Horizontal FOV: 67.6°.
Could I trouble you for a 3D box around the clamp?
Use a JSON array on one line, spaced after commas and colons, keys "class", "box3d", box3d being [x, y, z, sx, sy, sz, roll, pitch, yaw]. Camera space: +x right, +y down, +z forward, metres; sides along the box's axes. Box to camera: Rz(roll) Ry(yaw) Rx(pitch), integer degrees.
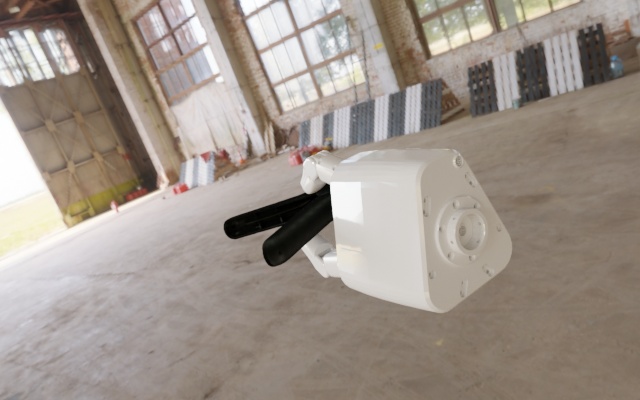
[{"class": "clamp", "box3d": [0.000, 0.001, 0.505, 0.210, 0.036, 0.164, -28, 16, -26]}]
